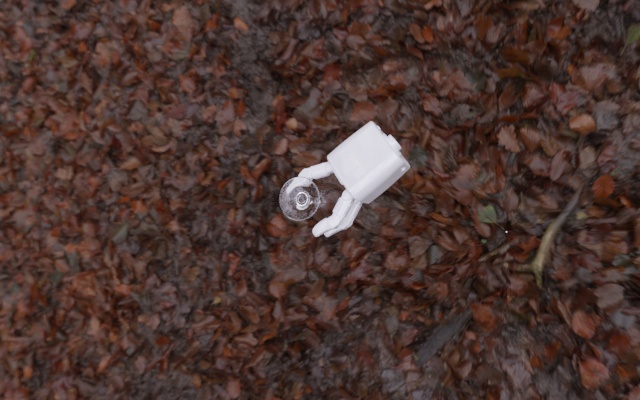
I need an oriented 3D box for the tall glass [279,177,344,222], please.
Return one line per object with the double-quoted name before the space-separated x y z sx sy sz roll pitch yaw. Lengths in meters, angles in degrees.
"tall glass" 0.000 0.003 0.890 0.079 0.079 0.201 0 -4 21
